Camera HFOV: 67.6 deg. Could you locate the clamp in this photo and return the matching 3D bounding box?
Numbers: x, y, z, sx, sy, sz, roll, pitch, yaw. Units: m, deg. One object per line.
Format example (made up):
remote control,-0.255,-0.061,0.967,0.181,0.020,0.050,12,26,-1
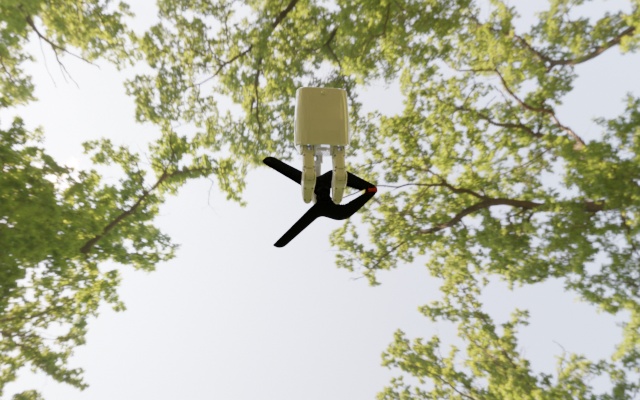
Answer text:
clamp,0.001,0.003,0.868,0.210,0.164,0.036,0,-6,-10
